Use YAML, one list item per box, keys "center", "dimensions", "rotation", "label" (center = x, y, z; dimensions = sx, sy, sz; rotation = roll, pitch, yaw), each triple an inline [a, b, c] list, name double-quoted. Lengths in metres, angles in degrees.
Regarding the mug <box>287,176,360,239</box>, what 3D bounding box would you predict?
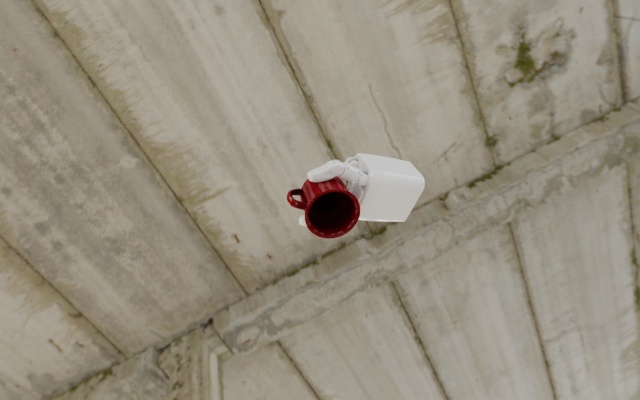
- center: [-0.001, 0.002, 0.801]
  dimensions: [0.117, 0.093, 0.081]
  rotation: [6, 26, -17]
  label: "mug"
